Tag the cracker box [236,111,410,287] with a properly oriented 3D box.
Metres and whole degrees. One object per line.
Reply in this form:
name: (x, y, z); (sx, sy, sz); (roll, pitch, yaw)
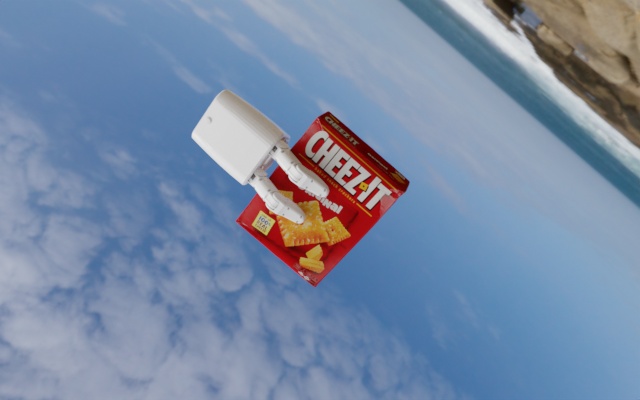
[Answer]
cracker box: (0.000, 0.002, 0.719); (0.164, 0.214, 0.072); (41, 23, 0)
